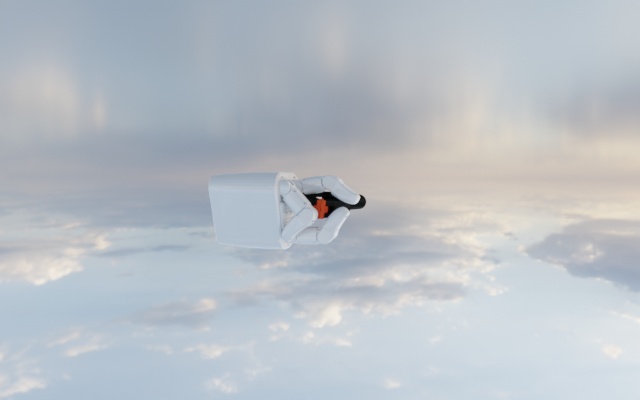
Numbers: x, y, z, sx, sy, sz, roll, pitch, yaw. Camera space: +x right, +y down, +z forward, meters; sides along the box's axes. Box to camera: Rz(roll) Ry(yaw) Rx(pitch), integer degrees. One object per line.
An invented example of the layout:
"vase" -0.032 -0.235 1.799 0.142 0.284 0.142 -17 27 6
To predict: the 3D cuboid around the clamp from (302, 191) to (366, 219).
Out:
"clamp" 0.000 0.003 0.753 0.120 0.039 0.171 1 3 15
